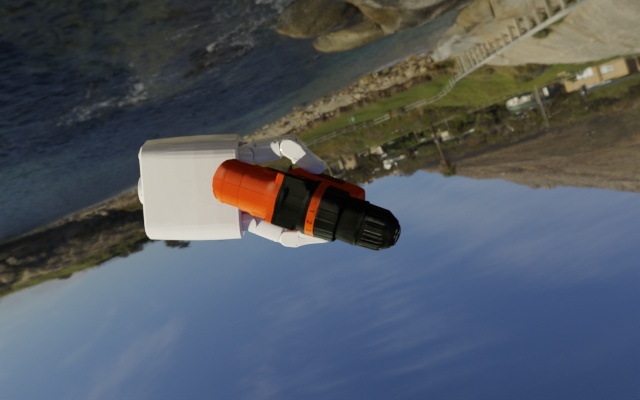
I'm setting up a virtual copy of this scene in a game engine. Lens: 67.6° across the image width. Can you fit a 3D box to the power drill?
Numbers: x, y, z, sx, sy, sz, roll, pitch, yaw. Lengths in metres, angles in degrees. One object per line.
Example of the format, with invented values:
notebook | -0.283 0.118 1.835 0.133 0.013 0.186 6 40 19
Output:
power drill | 0.000 0.002 0.514 0.184 0.057 0.187 19 4 11
